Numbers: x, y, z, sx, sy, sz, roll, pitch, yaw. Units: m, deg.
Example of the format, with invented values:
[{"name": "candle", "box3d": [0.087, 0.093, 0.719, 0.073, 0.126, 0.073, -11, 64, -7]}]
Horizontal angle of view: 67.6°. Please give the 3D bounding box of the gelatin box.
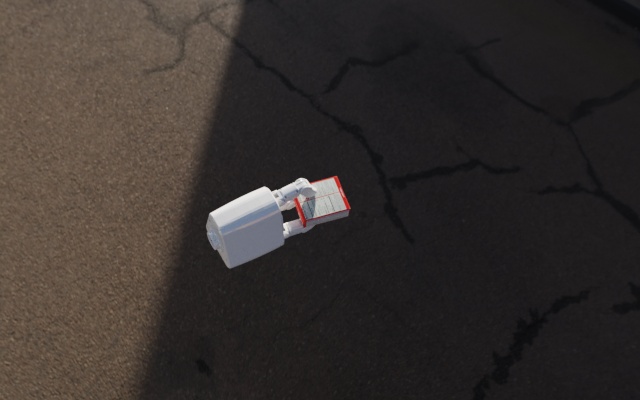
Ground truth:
[{"name": "gelatin box", "box3d": [0.000, 0.002, 0.860, 0.089, 0.073, 0.030, -15, -28, -12]}]
